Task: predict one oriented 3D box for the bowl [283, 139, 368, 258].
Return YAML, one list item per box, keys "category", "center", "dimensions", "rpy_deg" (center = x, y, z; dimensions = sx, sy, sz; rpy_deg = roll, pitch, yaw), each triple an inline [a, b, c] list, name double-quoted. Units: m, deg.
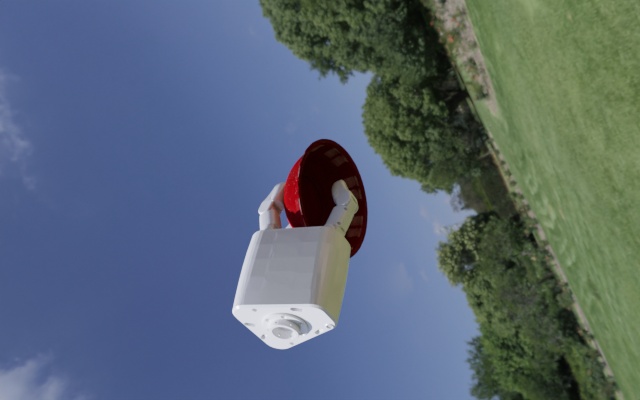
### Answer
- category: "bowl"
  center: [0.000, 0.001, 0.639]
  dimensions: [0.055, 0.162, 0.162]
  rpy_deg: [-11, -6, 35]
